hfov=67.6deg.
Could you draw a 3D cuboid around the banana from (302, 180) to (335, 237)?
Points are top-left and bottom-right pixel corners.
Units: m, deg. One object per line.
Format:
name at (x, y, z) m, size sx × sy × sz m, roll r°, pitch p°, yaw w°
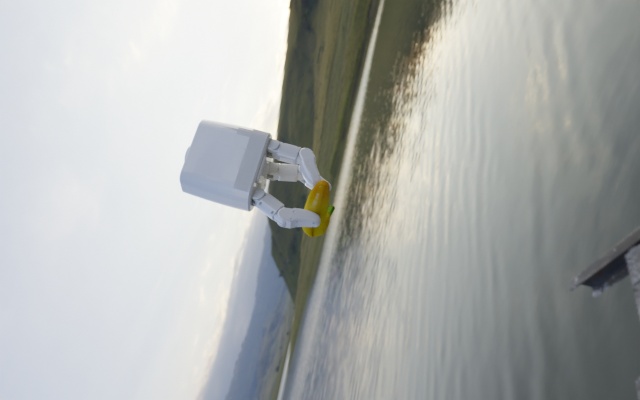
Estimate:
banana at (-0.005, 0.021, 0.735) m, size 0.037 × 0.069 × 0.198 m, roll 17°, pitch -9°, yaw 5°
